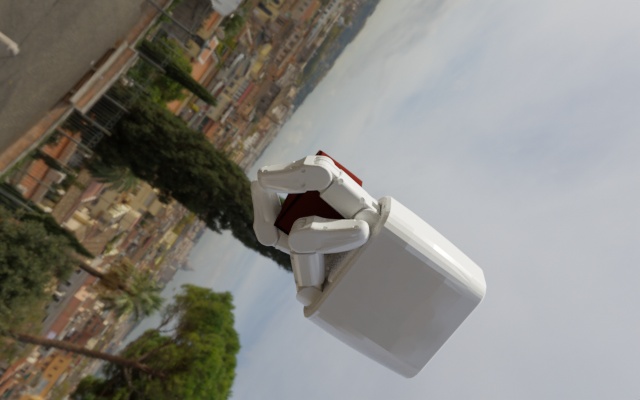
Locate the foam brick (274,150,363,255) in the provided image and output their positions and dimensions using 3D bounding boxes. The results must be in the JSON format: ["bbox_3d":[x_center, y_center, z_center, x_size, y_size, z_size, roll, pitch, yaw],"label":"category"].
[{"bbox_3d":[0.000,0.001,0.424,0.051,0.053,0.078,35,27,-9],"label":"foam brick"}]
